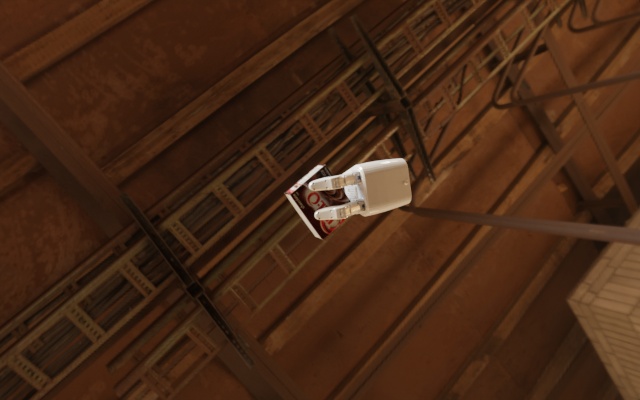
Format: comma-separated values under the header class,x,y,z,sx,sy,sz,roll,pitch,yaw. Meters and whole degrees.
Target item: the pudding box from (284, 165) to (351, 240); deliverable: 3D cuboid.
class,x,y,z,sx,sy,sz,roll,pitch,yaw
pudding box,0.000,0.003,0.894,0.090,0.113,0.039,-42,19,-17
